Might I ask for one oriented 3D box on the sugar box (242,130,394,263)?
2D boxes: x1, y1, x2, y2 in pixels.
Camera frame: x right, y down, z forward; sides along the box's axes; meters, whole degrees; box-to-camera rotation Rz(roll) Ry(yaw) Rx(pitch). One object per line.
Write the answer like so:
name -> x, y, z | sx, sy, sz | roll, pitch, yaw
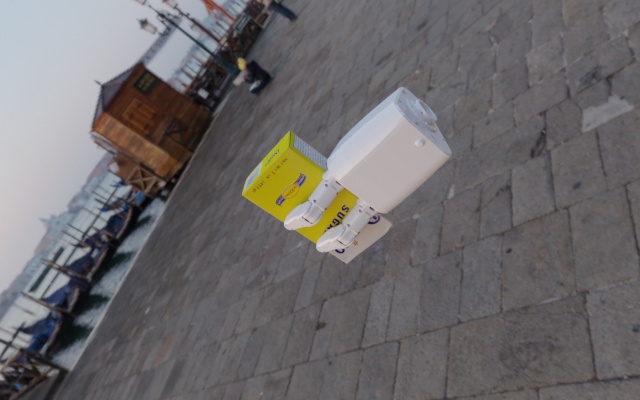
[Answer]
sugar box -> 0.000, 0.002, 0.601 | 0.176, 0.093, 0.048 | 36, 29, -21
